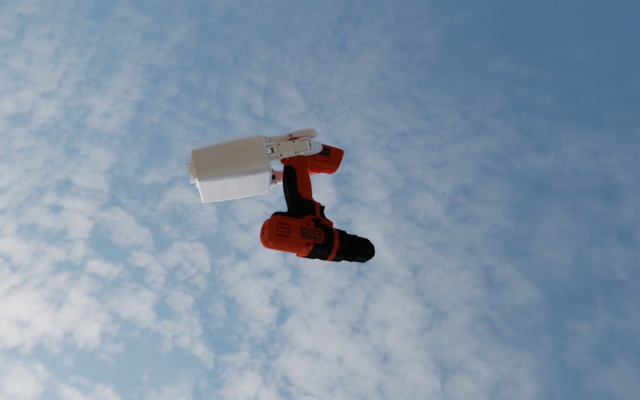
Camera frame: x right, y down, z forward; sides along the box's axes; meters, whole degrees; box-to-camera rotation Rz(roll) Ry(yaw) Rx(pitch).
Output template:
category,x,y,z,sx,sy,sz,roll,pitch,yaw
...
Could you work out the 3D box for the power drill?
category,x,y,z,sx,sy,sz,roll,pitch,yaw
power drill,0.000,0.002,0.743,0.184,0.187,0.057,13,-31,-24
